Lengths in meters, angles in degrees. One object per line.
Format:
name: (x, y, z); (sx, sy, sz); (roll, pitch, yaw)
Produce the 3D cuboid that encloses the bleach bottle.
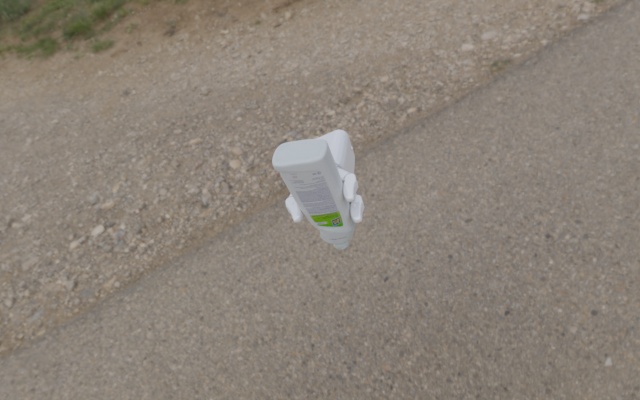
bleach bottle: (0.000, 0.003, 0.892); (0.102, 0.068, 0.251); (-5, -46, 18)
